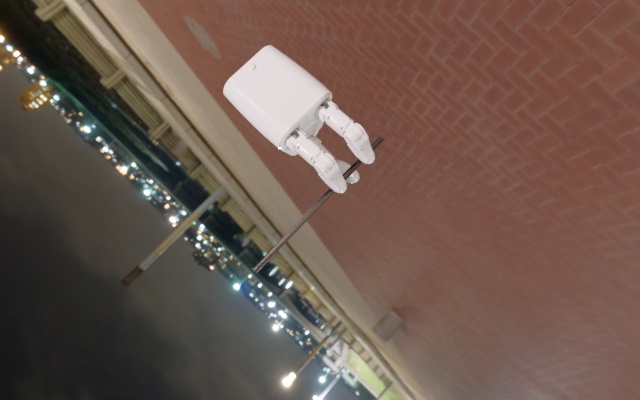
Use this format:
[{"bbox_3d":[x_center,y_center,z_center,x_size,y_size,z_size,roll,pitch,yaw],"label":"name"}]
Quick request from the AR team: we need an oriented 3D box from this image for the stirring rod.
[{"bbox_3d":[0.000,0.002,0.613,0.011,0.239,0.011,42,-12,11],"label":"stirring rod"}]
